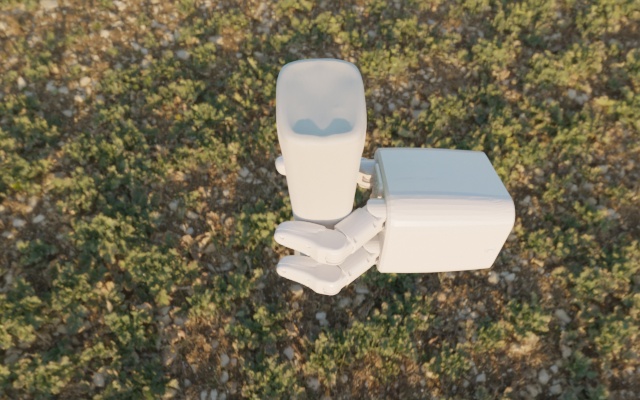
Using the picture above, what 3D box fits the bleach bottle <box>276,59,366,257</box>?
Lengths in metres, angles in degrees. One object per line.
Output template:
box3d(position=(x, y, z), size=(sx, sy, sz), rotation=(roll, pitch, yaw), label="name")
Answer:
box3d(position=(0.000, 0.002, 0.449), size=(0.068, 0.102, 0.251), rotation=(-1, -38, -1), label="bleach bottle")
